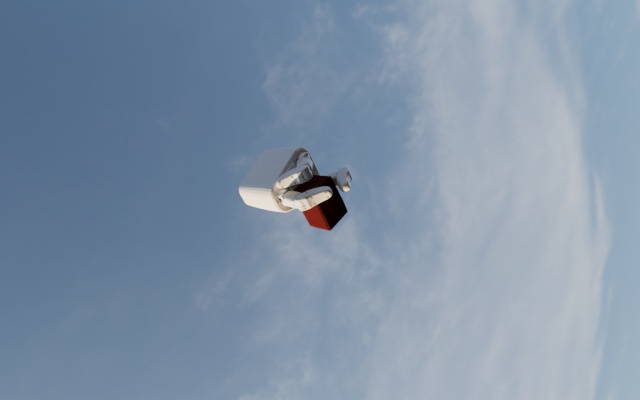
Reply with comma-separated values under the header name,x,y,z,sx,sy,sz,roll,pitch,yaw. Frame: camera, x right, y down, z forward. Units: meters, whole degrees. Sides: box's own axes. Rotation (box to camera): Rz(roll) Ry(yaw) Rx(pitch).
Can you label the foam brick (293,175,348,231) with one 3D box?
name,x,y,z,sx,sy,sz,roll,pitch,yaw
foam brick,0.000,0.003,0.805,0.051,0.078,0.053,6,41,47
